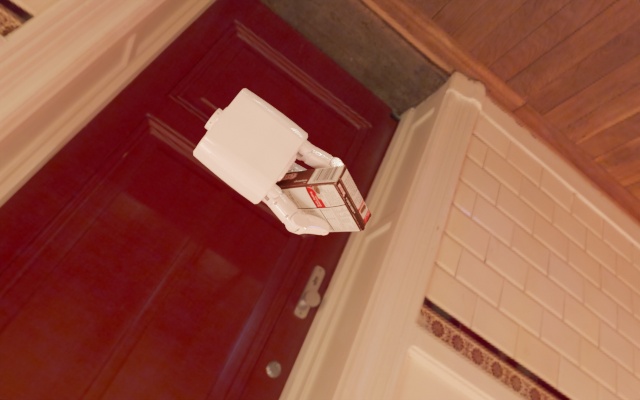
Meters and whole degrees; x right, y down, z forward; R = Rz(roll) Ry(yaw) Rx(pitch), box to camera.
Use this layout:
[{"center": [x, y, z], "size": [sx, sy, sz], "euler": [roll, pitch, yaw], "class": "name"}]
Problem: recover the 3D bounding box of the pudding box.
[{"center": [0.000, 0.002, 0.652], "size": [0.113, 0.090, 0.039], "euler": [-3, 41, 37], "class": "pudding box"}]
